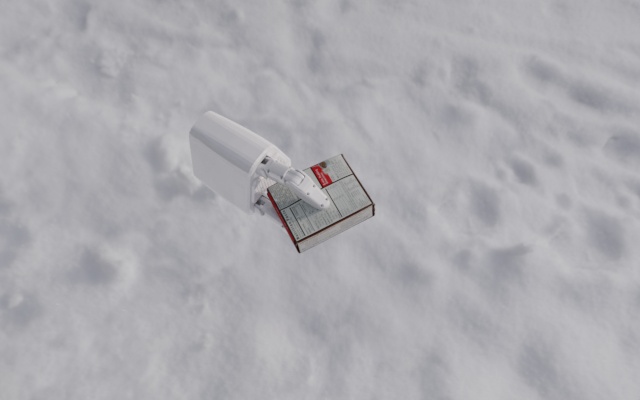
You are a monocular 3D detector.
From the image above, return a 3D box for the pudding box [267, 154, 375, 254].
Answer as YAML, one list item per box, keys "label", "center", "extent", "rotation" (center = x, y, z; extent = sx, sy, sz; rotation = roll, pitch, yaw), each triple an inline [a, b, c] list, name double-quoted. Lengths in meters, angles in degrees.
- label: "pudding box"
  center: [0.000, 0.002, 0.610]
  extent: [0.113, 0.090, 0.039]
  rotation: [-27, -25, -7]
